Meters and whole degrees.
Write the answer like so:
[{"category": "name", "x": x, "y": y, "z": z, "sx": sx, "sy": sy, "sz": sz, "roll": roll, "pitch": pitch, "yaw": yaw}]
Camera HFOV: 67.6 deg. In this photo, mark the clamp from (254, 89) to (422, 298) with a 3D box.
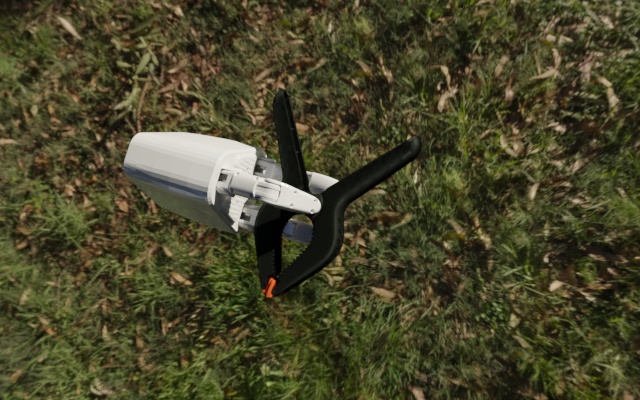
[{"category": "clamp", "x": -0.001, "y": 0.002, "z": 0.478, "sx": 0.164, "sy": 0.210, "sz": 0.036, "roll": 15, "pitch": -4, "yaw": 19}]
